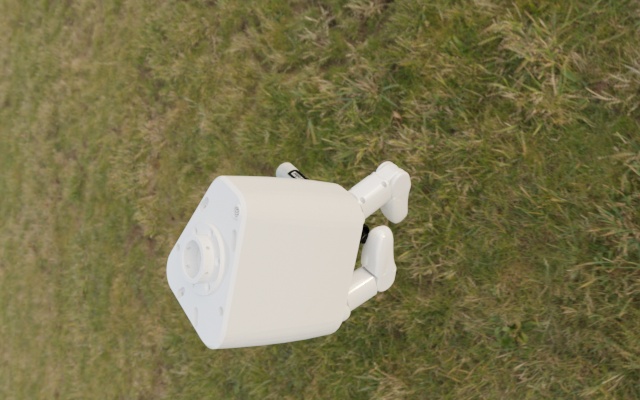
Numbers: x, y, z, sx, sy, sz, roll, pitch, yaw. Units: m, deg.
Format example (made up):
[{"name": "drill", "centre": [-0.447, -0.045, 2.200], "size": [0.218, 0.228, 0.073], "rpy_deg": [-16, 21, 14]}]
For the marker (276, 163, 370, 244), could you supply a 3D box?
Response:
[{"name": "marker", "centre": [0.000, 0.001, 0.414], "size": [0.020, 0.020, 0.121], "rpy_deg": [0, 29, -41]}]
